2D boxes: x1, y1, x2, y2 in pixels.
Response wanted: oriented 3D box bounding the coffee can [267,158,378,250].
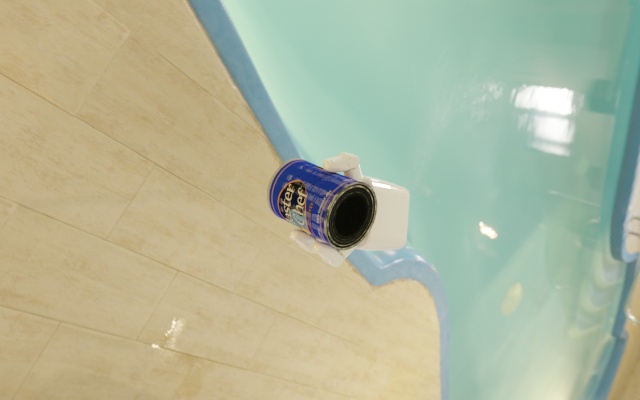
[{"bbox_3d":[0.000,0.002,0.722,0.103,0.103,0.140,0,17,-43],"label":"coffee can"}]
